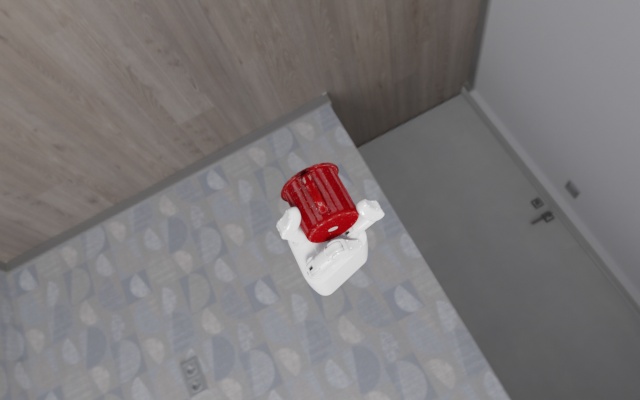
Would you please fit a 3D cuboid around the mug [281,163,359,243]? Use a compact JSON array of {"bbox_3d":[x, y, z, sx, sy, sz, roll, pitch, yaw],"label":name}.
[{"bbox_3d":[0.000,0.002,0.663,0.093,0.081,0.117,-28,-24,-2],"label":"mug"}]
